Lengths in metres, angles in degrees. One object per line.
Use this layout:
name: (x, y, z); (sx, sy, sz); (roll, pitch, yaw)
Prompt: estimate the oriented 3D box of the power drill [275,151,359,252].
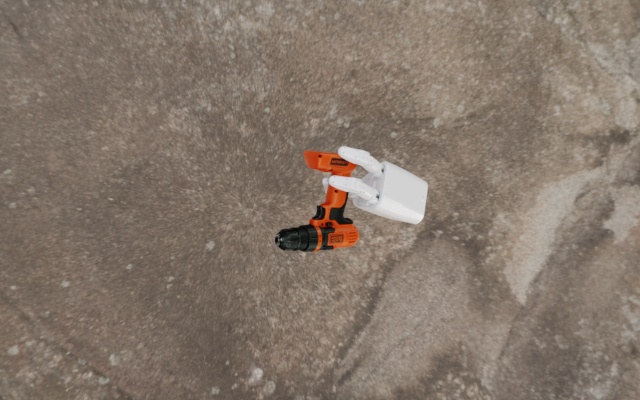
power drill: (0.000, 0.002, 0.893); (0.184, 0.188, 0.057); (-1, 10, -39)
